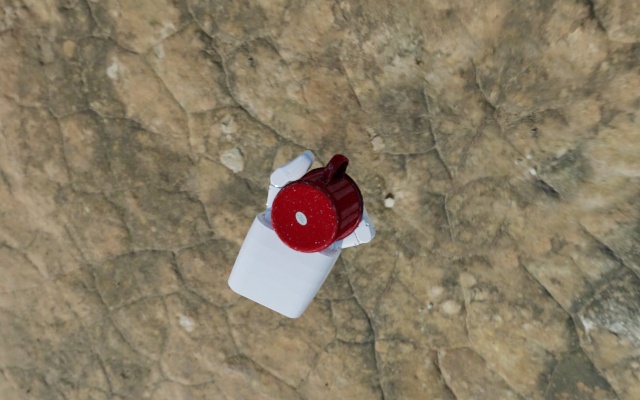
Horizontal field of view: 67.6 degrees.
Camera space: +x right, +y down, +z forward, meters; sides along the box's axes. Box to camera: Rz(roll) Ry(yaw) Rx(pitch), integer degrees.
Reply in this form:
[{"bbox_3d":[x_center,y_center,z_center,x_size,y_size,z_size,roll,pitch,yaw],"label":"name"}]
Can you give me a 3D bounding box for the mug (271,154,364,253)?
[{"bbox_3d":[0.001,0.001,0.540,0.093,0.117,0.081,31,18,11],"label":"mug"}]
